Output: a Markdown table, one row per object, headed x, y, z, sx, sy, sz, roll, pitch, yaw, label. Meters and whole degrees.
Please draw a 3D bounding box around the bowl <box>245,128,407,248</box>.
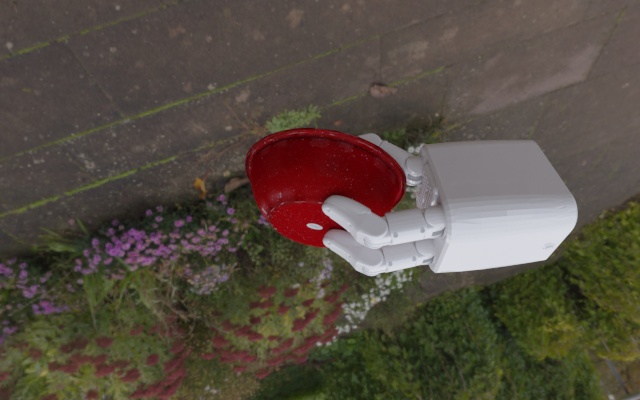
| x | y | z | sx | sy | sz | roll | pitch | yaw | label |
| --- | --- | --- | --- | --- | --- | --- | --- | --- | --- |
| -0.001 | 0.002 | 0.463 | 0.162 | 0.055 | 0.162 | 8 | -30 | 5 | bowl |
